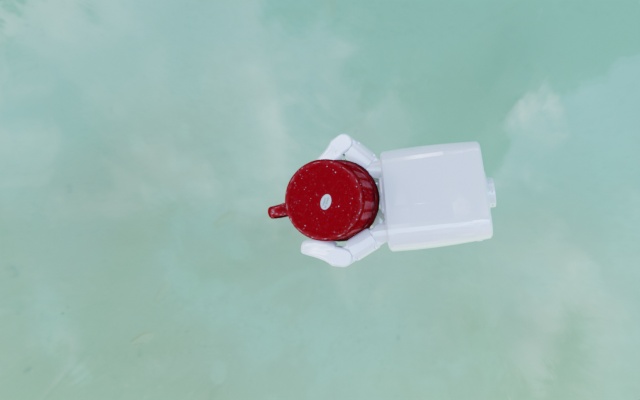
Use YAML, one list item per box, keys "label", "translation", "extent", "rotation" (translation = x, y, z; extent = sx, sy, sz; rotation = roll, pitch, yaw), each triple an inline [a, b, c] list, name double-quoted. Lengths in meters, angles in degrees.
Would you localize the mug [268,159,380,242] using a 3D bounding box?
- label: "mug"
  translation: [-0.001, 0.002, 0.505]
  extent: [0.117, 0.093, 0.081]
  rotation: [-9, -2, 13]
